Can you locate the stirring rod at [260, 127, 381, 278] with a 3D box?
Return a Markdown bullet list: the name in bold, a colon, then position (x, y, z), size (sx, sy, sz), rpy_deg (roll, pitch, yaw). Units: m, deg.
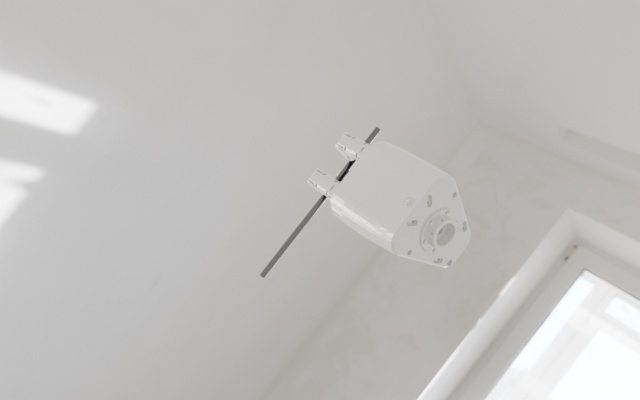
- **stirring rod**: position (0.000, 0.002, 0.610), size (0.011, 0.239, 0.011), rpy_deg (38, -2, 1)
